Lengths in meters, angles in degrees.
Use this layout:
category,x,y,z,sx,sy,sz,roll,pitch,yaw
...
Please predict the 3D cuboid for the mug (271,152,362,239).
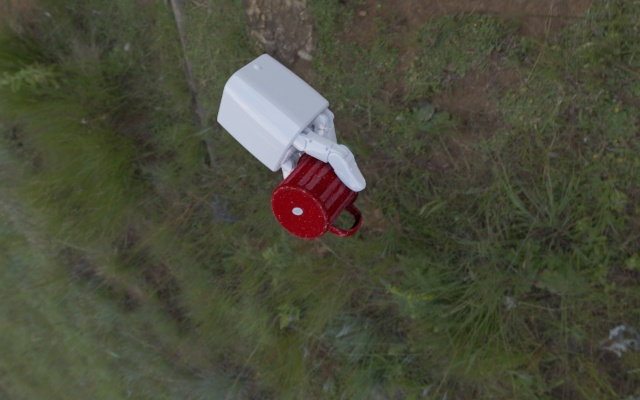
category,x,y,z,sx,sy,sz,roll,pitch,yaw
mug,0.001,0.003,0.602,0.081,0.117,0.093,-50,1,-44
